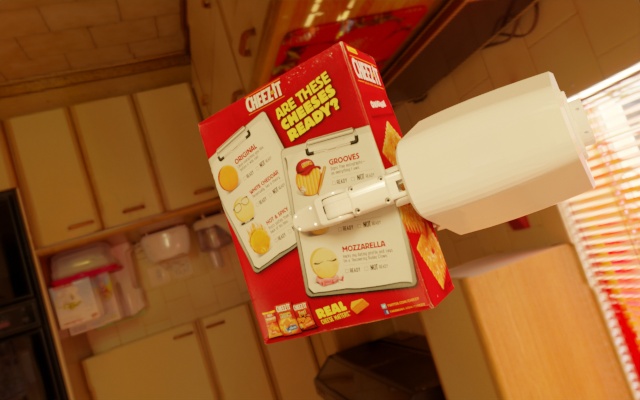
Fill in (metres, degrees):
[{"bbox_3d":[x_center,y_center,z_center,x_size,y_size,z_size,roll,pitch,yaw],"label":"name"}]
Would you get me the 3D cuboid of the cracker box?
[{"bbox_3d":[0.000,0.002,0.420,0.164,0.213,0.072,-21,-7,29],"label":"cracker box"}]
